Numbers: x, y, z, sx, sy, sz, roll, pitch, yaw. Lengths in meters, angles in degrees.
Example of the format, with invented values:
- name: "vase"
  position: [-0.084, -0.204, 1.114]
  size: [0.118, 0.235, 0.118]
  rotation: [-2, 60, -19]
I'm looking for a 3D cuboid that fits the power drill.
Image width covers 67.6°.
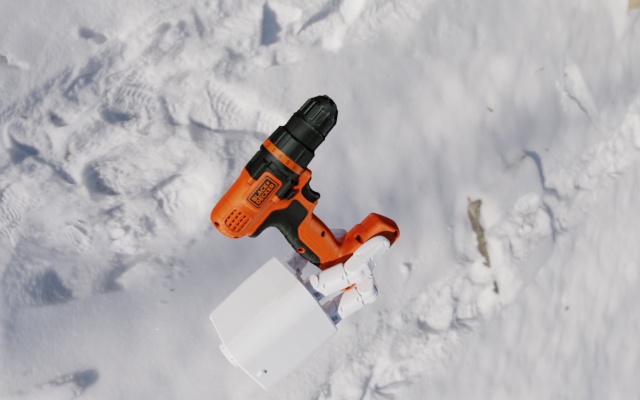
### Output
- name: "power drill"
  position: [0.000, 0.002, 0.537]
  size: [0.188, 0.184, 0.057]
  rotation: [39, 8, -22]
